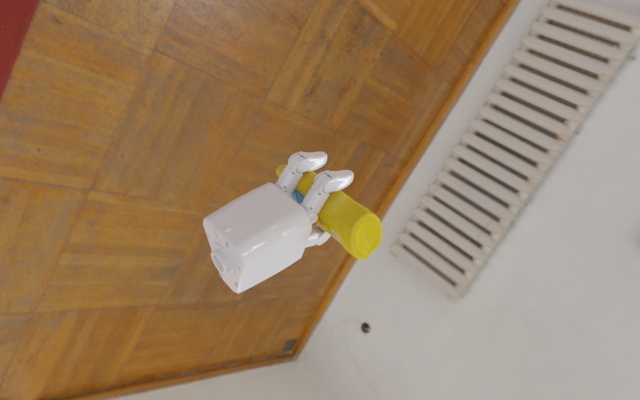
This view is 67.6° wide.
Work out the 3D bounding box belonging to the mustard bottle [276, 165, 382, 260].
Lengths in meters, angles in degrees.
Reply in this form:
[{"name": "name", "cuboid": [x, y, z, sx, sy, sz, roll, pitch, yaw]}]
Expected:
[{"name": "mustard bottle", "cuboid": [0.001, 0.002, 0.681, 0.191, 0.058, 0.096, 38, -13, 34]}]
